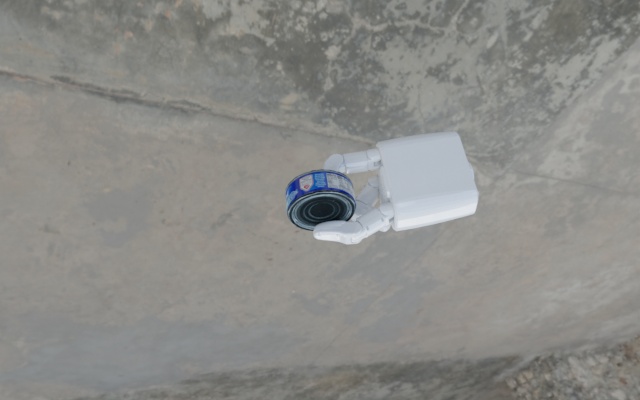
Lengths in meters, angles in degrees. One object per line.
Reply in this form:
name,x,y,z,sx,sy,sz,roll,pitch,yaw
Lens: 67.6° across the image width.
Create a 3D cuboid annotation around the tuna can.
tuna can,0.000,0.002,0.586,0.086,0.033,0.086,-5,-36,-4
